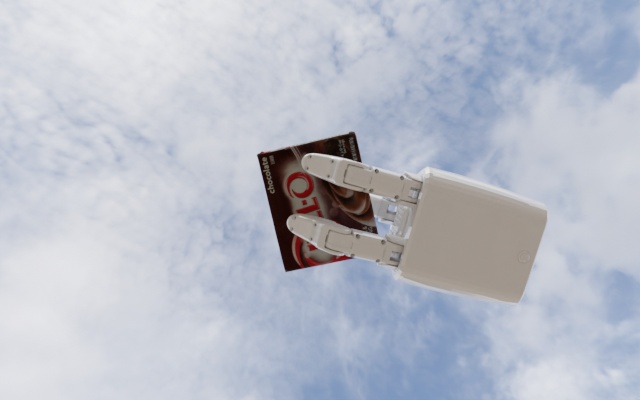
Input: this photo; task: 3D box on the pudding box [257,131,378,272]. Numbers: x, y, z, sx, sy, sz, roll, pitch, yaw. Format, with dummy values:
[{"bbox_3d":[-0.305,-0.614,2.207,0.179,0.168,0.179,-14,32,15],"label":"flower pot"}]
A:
[{"bbox_3d":[0.000,0.001,0.437,0.090,0.113,0.039,-13,5,5],"label":"pudding box"}]
